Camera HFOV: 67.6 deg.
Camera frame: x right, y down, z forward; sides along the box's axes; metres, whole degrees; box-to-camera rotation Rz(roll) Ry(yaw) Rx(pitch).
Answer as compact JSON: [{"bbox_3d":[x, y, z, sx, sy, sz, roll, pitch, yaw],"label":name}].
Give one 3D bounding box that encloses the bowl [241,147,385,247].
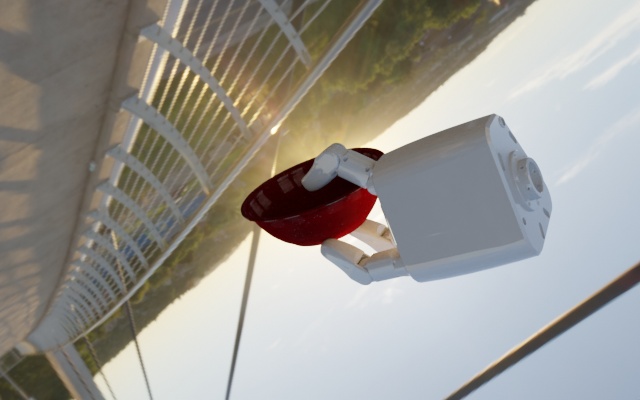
[{"bbox_3d":[-0.001,0.002,0.508,0.162,0.055,0.162,-19,21,7],"label":"bowl"}]
